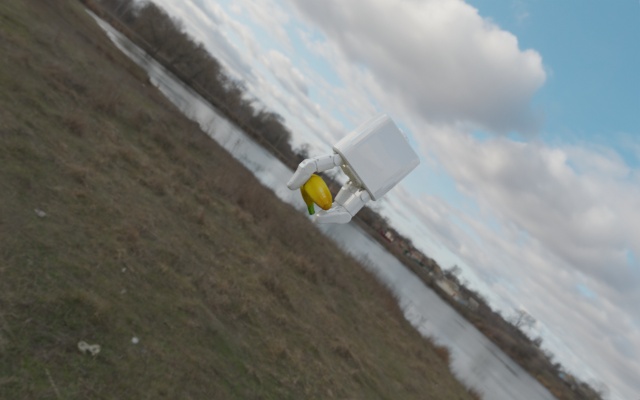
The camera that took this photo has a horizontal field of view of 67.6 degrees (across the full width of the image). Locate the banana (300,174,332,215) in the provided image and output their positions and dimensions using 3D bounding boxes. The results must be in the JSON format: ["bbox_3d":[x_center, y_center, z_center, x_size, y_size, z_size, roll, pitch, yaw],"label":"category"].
[{"bbox_3d":[-0.009,-0.014,0.828,0.037,0.069,0.198,-27,0,-7],"label":"banana"}]
